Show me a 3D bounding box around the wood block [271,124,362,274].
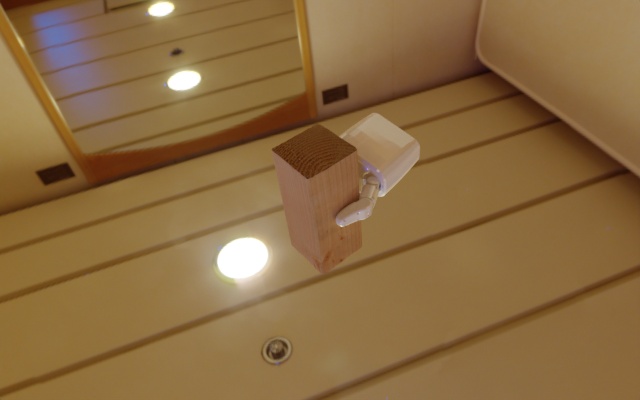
[{"bbox_3d":[0.001,0.002,0.731,0.090,0.206,0.090,-32,49,-23],"label":"wood block"}]
